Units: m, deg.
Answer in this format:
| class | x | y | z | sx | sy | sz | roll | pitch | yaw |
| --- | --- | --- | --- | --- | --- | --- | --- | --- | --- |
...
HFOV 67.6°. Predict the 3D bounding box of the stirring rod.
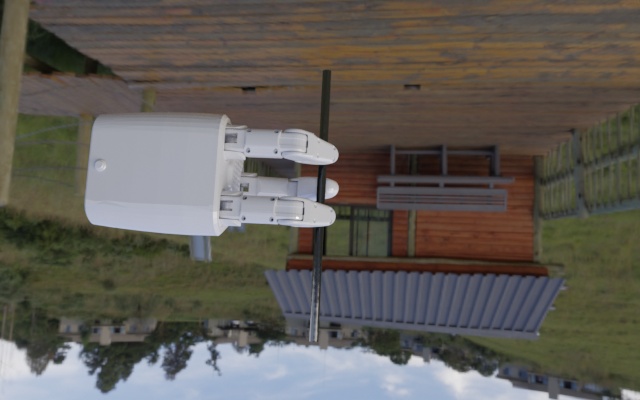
| class | x | y | z | sx | sy | sz | roll | pitch | yaw |
| --- | --- | --- | --- | --- | --- | --- | --- | --- | --- |
| stirring rod | 0.000 | 0.001 | 0.423 | 0.011 | 0.239 | 0.011 | 3 | -6 | 0 |
